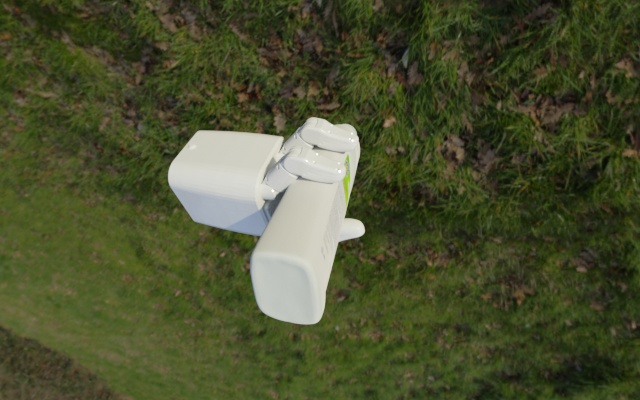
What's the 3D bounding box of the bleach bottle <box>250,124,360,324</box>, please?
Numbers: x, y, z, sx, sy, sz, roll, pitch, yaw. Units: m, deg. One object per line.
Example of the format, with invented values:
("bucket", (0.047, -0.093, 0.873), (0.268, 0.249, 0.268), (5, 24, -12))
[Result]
("bleach bottle", (0.000, 0.002, 0.520), (0.068, 0.103, 0.250), (8, 42, 13))
